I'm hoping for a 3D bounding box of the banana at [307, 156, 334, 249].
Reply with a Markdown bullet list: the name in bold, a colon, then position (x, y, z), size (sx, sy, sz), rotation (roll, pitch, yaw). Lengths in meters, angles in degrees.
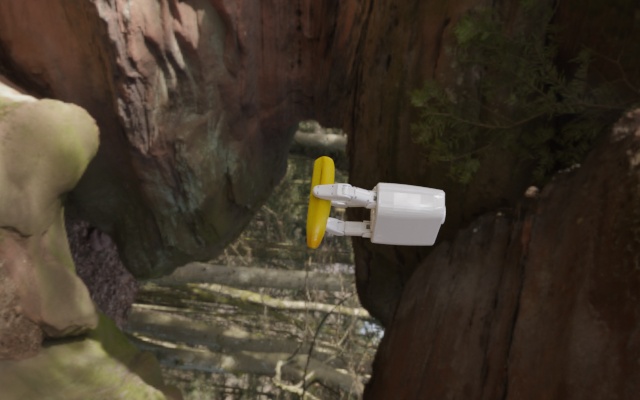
- **banana**: position (0.002, -0.013, 0.792), size (0.037, 0.070, 0.197), rotation (6, 45, 0)
